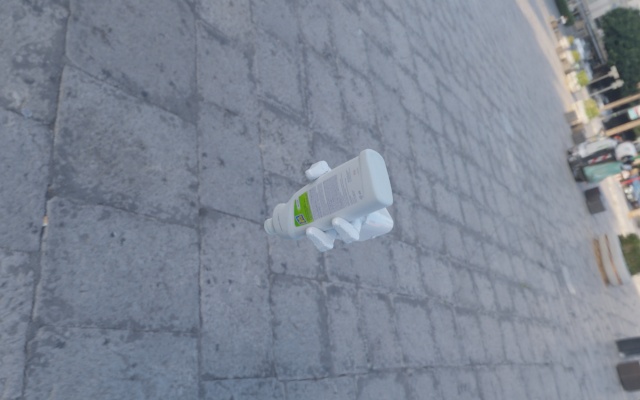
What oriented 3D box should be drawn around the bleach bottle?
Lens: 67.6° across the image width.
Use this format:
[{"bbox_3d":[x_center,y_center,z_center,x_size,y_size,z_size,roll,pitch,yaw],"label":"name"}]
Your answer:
[{"bbox_3d":[0.000,0.003,0.847,0.251,0.102,0.068,-22,-22,31],"label":"bleach bottle"}]
